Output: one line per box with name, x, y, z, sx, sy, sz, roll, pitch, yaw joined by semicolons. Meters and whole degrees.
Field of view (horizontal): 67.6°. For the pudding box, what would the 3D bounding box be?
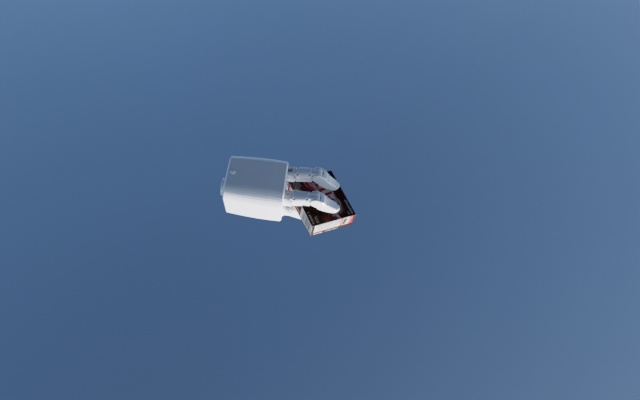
pudding box;0.000;0.003;0.887;0.090;0.113;0.039;-15;-30;-22
